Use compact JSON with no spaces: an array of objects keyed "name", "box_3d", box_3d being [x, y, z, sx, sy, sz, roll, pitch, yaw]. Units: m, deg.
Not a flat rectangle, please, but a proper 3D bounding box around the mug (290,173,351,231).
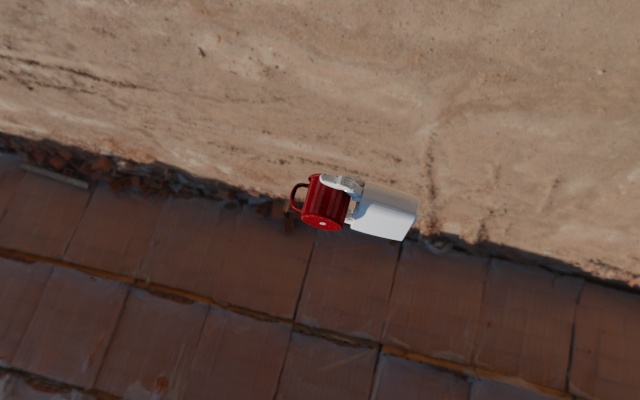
[{"name":"mug","box_3d":[-0.001,0.003,0.890,0.117,0.081,0.093,14,-18,3]}]
